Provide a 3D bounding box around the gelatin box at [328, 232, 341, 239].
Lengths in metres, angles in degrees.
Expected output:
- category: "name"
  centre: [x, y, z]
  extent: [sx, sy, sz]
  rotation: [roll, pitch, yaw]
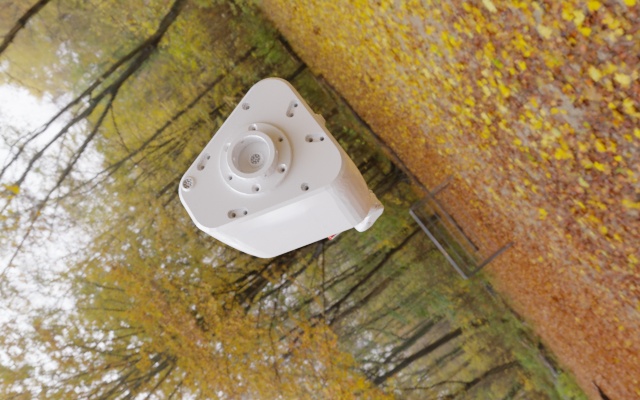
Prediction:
- category: "gelatin box"
  centre: [0.000, 0.002, 0.483]
  extent: [0.030, 0.073, 0.089]
  rotation: [-36, -5, -2]
